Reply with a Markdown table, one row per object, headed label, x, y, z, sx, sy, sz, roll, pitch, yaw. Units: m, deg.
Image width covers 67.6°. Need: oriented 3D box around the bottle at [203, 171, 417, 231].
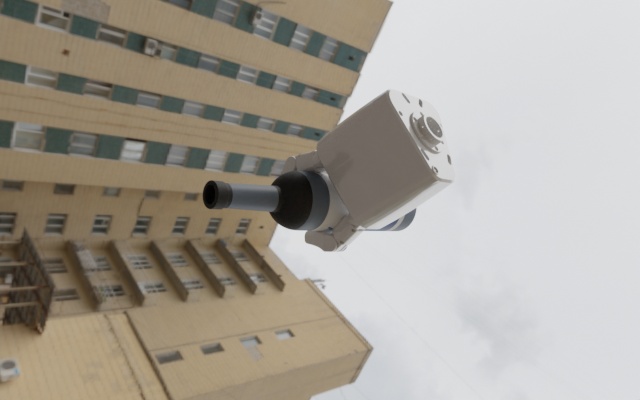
| label | x | y | z | sx | sy | sz | roll | pitch | yaw |
| --- | --- | --- | --- | --- | --- | --- | --- | --- | --- |
| bottle | 0.000 | 0.002 | 0.554 | 0.296 | 0.069 | 0.069 | 4 | -3 | -45 |
